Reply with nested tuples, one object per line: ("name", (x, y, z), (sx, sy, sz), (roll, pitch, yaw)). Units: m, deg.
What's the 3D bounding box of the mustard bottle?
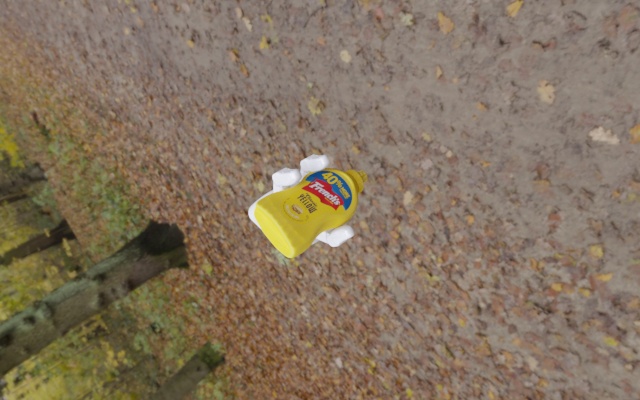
("mustard bottle", (0.000, 0.002, 0.731), (0.191, 0.096, 0.058), (-31, -21, -30))
